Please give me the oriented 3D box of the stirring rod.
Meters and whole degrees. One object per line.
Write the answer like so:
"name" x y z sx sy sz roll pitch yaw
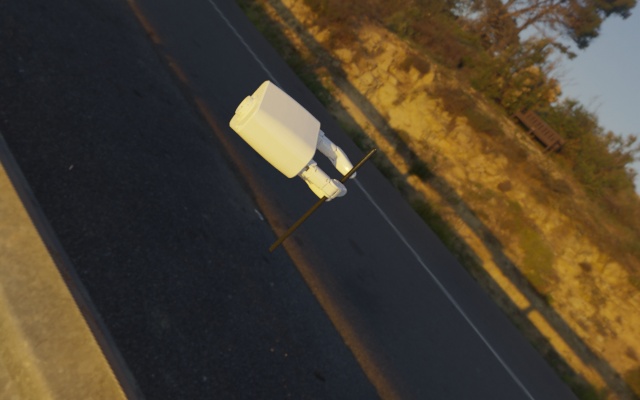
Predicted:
"stirring rod" 0.000 0.003 0.762 0.239 0.011 0.011 -44 -15 16
